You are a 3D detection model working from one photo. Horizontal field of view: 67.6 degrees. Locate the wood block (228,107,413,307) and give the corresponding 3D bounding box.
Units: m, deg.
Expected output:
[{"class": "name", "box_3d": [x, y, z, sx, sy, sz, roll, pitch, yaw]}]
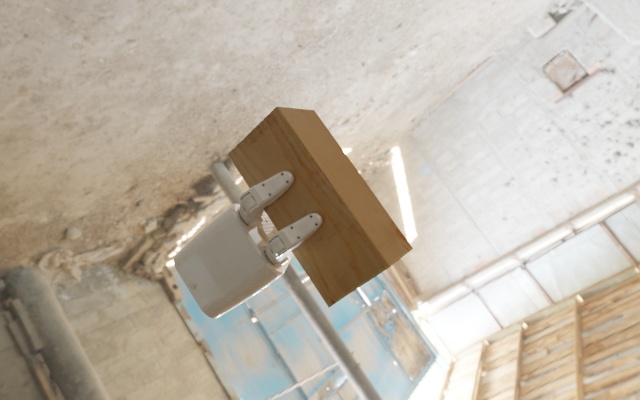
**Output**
[{"class": "wood block", "box_3d": [0.000, 0.002, 0.548, 0.090, 0.206, 0.091, -39, -11, 25]}]
